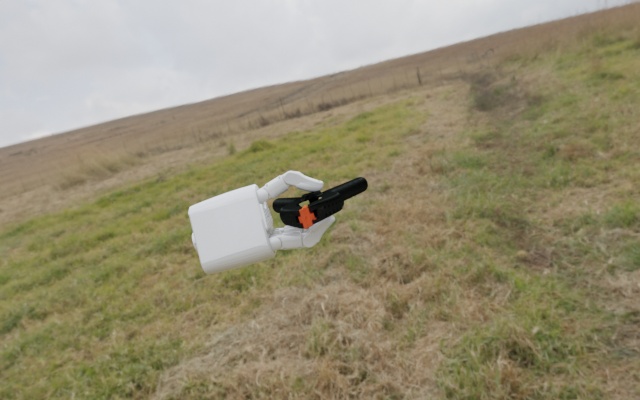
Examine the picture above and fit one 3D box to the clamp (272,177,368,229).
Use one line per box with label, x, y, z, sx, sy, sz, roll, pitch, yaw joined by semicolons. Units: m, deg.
clamp;0.000;0.002;0.718;0.164;0.036;0.210;-16;8;1
